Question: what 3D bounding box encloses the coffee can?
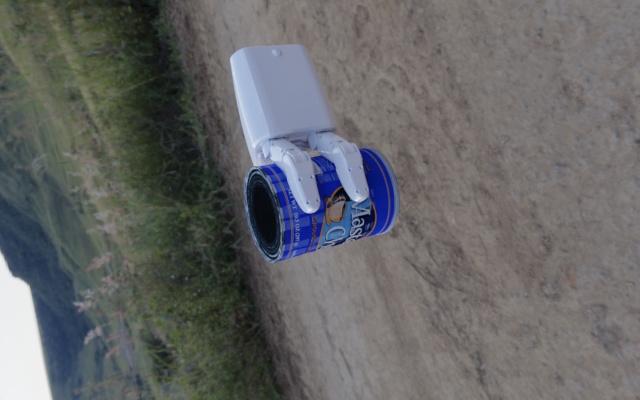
[{"bbox_3d":[0.000,0.002,0.524,0.140,0.103,0.103,-12,5,-26],"label":"coffee can"}]
